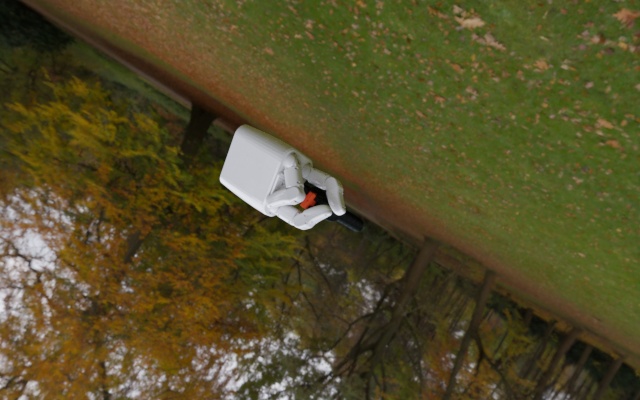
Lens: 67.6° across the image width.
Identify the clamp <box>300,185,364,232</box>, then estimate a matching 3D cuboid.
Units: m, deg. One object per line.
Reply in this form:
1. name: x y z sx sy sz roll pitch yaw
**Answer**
1. clamp: 0.000 0.003 0.800 0.120 0.039 0.171 31 1 27
